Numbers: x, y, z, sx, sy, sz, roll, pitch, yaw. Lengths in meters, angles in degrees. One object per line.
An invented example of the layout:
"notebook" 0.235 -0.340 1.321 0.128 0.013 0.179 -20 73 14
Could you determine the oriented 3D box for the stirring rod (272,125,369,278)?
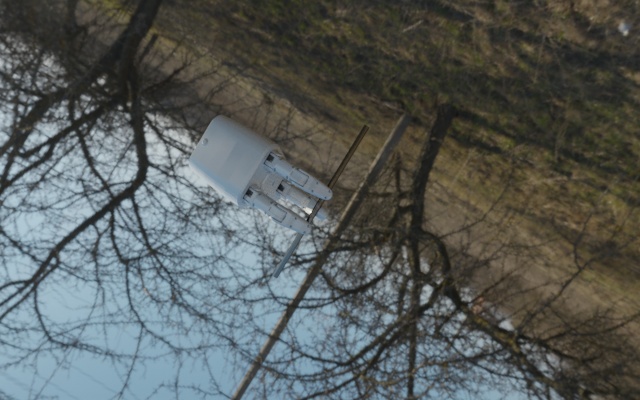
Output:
"stirring rod" 0.000 0.002 0.650 0.011 0.239 0.011 31 2 -1
